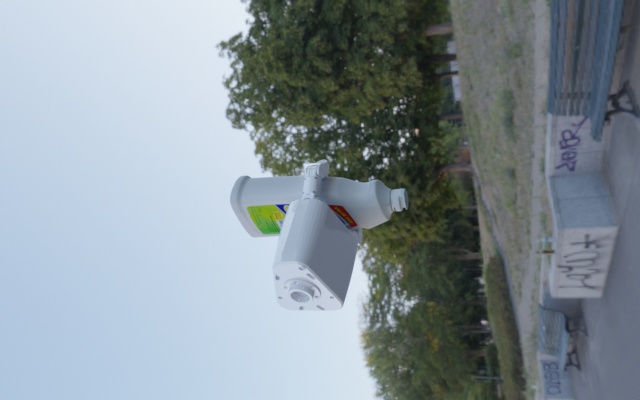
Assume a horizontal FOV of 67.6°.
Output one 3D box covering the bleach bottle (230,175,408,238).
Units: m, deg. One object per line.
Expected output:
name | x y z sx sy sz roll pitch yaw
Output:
bleach bottle | 0.000 0.002 0.703 0.251 0.068 0.103 -5 -46 20
